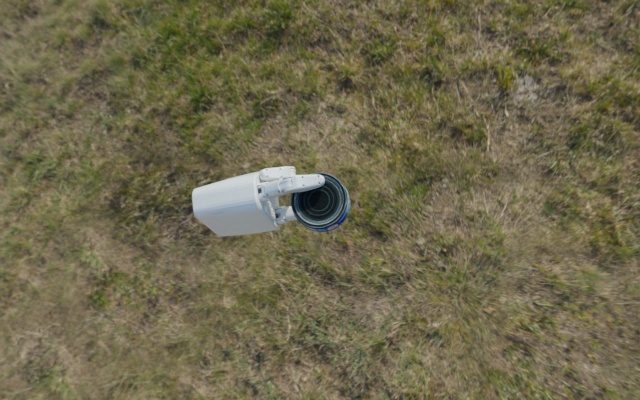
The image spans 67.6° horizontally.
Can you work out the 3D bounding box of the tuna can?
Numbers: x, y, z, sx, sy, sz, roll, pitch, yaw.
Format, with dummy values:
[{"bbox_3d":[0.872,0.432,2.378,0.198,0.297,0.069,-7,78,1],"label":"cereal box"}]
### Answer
[{"bbox_3d":[0.000,0.002,0.706,0.086,0.086,0.034,0,-11,11],"label":"tuna can"}]
